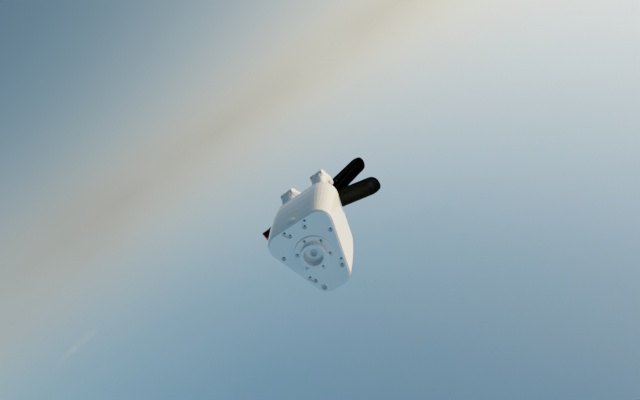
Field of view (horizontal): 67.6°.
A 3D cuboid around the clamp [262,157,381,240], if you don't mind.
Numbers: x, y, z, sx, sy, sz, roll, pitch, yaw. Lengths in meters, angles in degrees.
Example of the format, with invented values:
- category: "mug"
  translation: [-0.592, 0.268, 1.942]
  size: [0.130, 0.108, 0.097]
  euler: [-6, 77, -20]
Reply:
- category: "clamp"
  translation: [0.000, 0.004, 0.775]
  size: [0.210, 0.036, 0.164]
  euler: [-33, 15, 13]
